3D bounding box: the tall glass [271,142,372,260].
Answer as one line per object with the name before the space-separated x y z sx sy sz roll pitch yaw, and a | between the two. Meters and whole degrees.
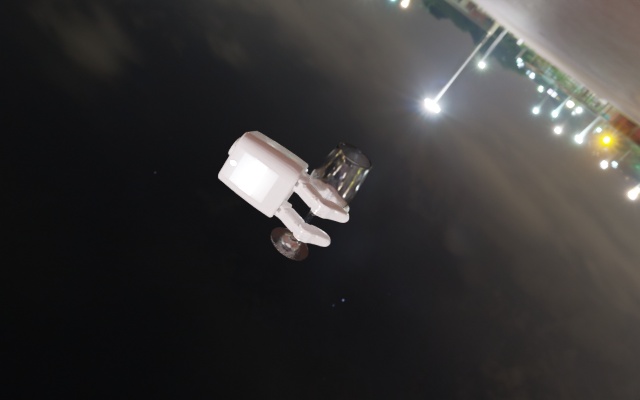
tall glass | 0.000 0.003 0.769 0.079 0.201 0.079 29 28 -17
